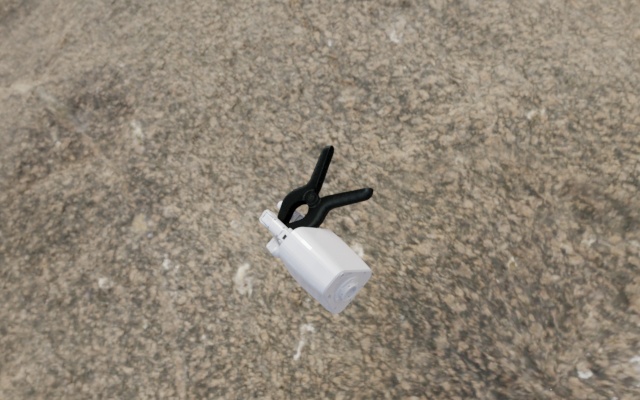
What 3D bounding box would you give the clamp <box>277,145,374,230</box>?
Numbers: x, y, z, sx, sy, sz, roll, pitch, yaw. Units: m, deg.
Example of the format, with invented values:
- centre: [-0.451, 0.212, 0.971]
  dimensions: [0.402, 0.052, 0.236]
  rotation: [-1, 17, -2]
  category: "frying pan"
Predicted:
- centre: [0.000, 0.002, 0.779]
  dimensions: [0.120, 0.171, 0.039]
  rotation: [40, 1, 32]
  category: "clamp"
